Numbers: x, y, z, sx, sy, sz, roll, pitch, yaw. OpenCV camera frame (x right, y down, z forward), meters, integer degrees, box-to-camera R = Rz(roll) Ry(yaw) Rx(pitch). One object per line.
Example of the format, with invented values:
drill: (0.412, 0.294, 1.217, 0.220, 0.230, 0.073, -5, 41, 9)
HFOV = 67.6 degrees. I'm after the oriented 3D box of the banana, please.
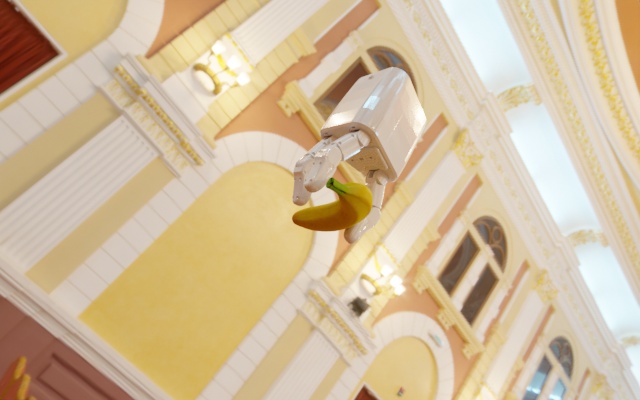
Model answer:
banana: (0.018, 0.009, 0.580, 0.069, 0.037, 0.198, 26, -20, -7)
